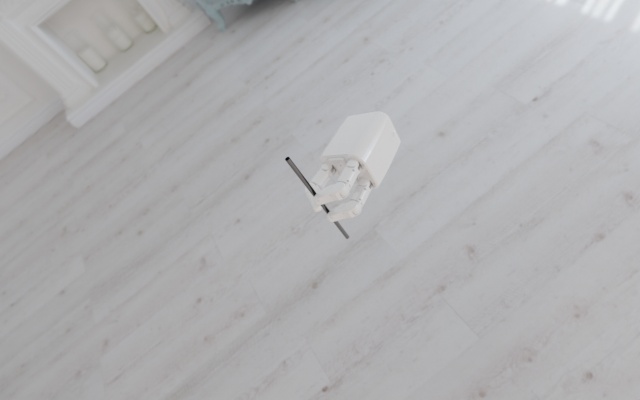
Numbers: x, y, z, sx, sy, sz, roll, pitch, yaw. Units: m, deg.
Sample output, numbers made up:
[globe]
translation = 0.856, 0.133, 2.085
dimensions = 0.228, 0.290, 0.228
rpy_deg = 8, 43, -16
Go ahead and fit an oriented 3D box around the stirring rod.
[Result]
[stirring rod]
translation = 0.000, 0.003, 0.819
dimensions = 0.011, 0.011, 0.240
rpy_deg = 0, -34, 31
